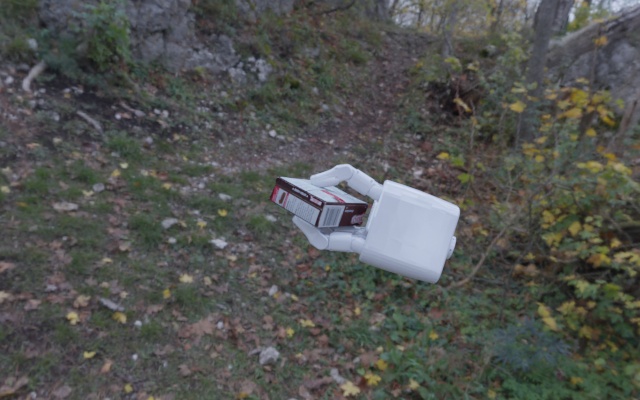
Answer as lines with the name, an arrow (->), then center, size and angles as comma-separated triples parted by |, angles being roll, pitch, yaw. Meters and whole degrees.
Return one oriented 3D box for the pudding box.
pudding box -> 0.000, 0.002, 0.658 | 0.090, 0.039, 0.113 | 27, 13, 32
